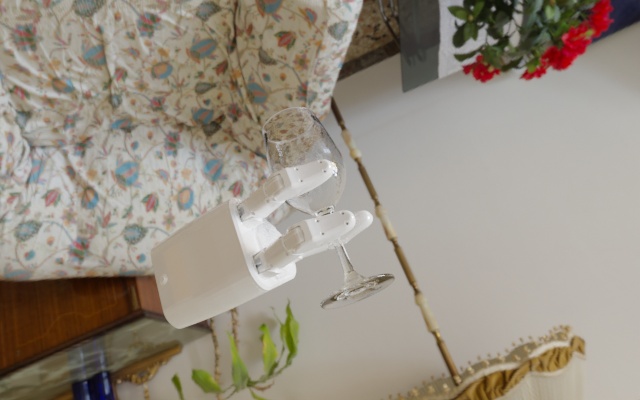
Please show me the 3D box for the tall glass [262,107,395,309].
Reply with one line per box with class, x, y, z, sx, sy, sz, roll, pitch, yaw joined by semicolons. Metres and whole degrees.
tall glass;0.000;0.002;0.482;0.079;0.201;0.079;-18;-24;-8
